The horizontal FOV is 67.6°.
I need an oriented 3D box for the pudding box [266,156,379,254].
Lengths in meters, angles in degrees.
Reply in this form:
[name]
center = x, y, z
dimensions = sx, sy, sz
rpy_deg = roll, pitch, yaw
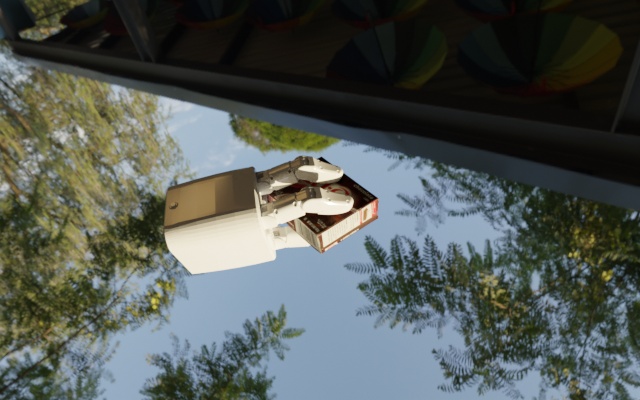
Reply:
[pudding box]
center = 0.000, 0.002, 0.573
dimensions = 0.090, 0.039, 0.113
rpy_deg = -31, 50, -23
